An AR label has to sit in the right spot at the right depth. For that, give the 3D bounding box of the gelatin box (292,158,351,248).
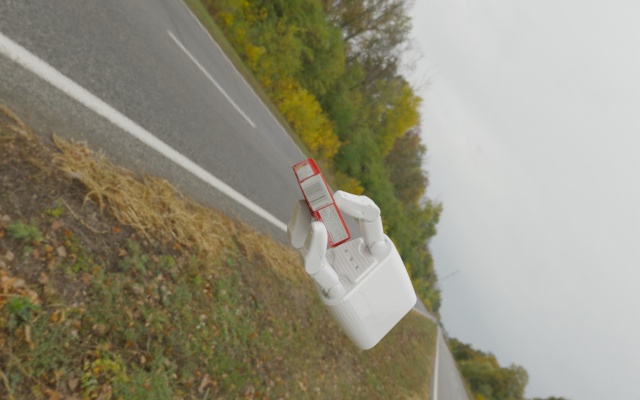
[{"bbox_3d":[0.000,0.001,0.556,0.030,0.089,0.073,-25,21,0],"label":"gelatin box"}]
